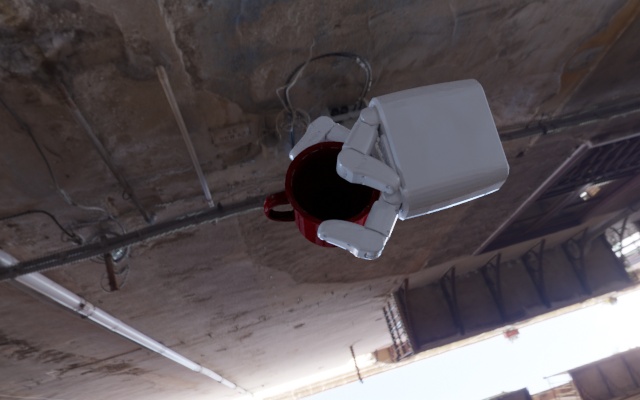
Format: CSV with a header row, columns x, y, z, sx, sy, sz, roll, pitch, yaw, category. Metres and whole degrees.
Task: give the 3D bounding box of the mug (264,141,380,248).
x,y,z,sx,sy,sz,roll,pitch,yaw,category
-0.001,0.002,0.494,0.117,0.093,0.081,-13,-24,-6,mug
